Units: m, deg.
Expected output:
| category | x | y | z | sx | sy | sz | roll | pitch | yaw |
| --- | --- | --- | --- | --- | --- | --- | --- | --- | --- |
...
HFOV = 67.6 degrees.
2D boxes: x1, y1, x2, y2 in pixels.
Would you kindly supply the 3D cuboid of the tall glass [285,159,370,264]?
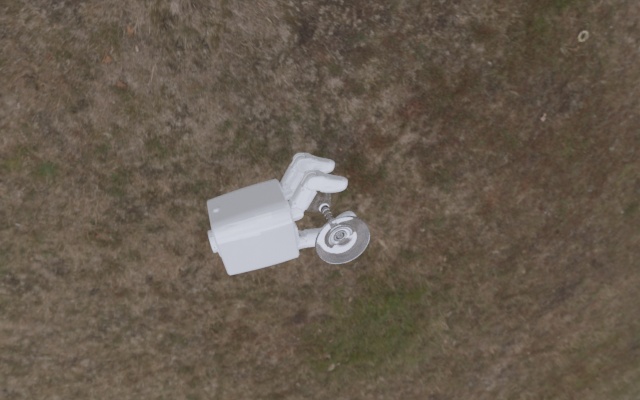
| category | x | y | z | sx | sy | sz | roll | pitch | yaw |
| --- | --- | --- | --- | --- | --- | --- | --- | --- | --- |
| tall glass | 0.000 | 0.003 | 0.690 | 0.079 | 0.079 | 0.201 | 0 | 30 | -19 |
